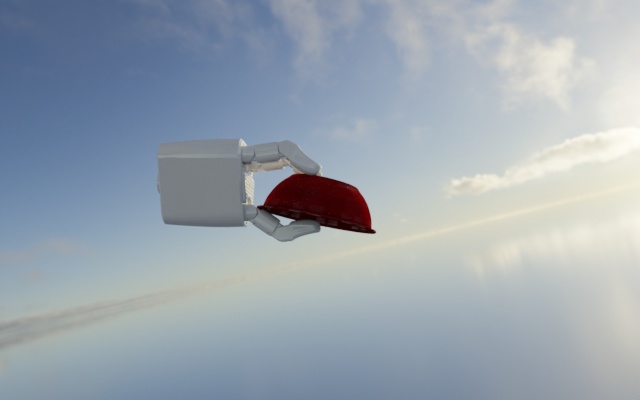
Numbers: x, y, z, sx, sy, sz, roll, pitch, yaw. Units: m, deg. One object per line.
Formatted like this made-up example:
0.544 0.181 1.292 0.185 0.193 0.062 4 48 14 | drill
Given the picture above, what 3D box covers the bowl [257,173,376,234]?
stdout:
0.001 0.002 0.636 0.162 0.055 0.162 12 -6 1 | bowl
